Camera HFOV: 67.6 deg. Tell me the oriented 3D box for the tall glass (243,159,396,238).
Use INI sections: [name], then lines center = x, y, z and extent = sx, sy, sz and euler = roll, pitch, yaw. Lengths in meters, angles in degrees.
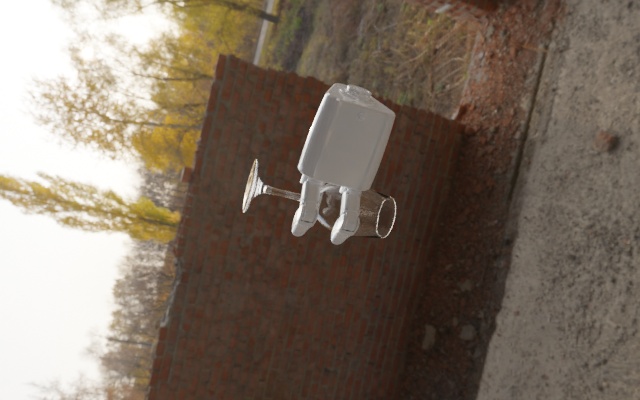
[tall glass]
center = -0.001, 0.002, 0.658
extent = 0.201, 0.079, 0.079
euler = 14, -4, -14
